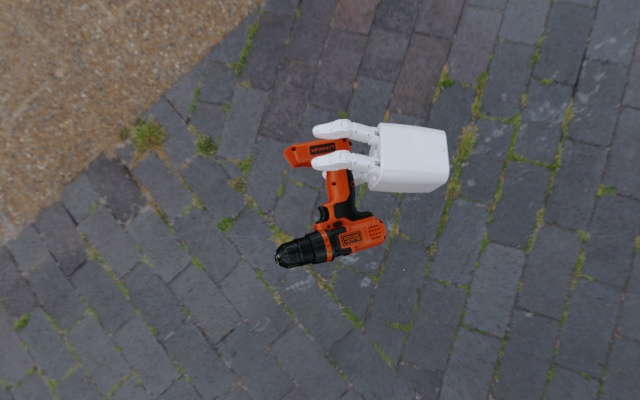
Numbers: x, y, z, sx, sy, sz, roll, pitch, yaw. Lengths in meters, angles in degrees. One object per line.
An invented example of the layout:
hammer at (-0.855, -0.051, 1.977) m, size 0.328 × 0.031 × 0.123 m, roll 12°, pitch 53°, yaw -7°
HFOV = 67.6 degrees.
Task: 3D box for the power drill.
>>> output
power drill at (0.000, 0.002, 0.750) m, size 0.184 × 0.187 × 0.057 m, roll -13°, pitch -1°, yaw -20°
